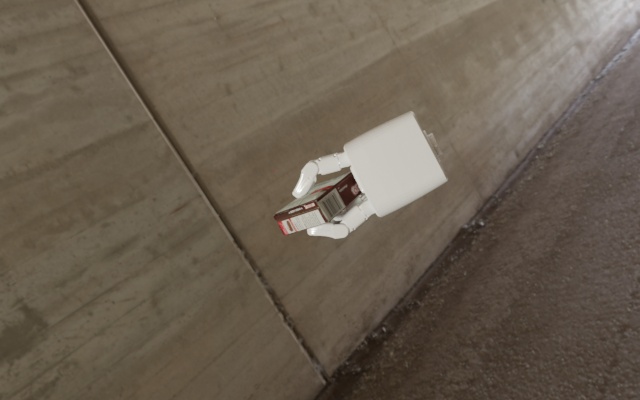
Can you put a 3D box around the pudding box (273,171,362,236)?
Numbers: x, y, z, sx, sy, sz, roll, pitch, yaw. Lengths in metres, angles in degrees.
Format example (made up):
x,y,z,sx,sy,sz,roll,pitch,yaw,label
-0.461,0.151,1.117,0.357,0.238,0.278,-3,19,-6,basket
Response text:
x,y,z,sx,sy,sz,roll,pitch,yaw,label
0.000,0.002,0.687,0.090,0.039,0.113,-20,11,41,pudding box
